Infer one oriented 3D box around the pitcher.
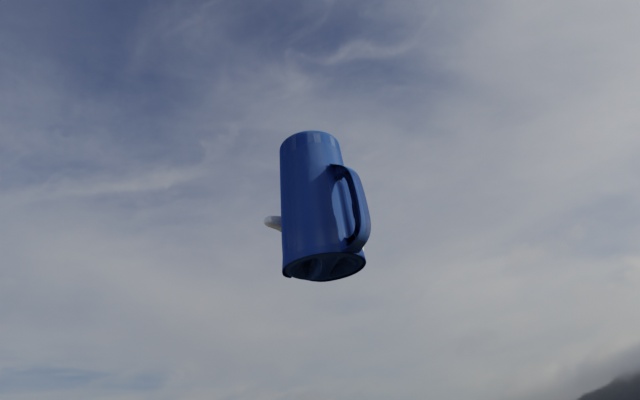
[{"bbox_3d":[0.000,0.003,0.795,0.149,0.242,0.145,-9,-27,4],"label":"pitcher"}]
